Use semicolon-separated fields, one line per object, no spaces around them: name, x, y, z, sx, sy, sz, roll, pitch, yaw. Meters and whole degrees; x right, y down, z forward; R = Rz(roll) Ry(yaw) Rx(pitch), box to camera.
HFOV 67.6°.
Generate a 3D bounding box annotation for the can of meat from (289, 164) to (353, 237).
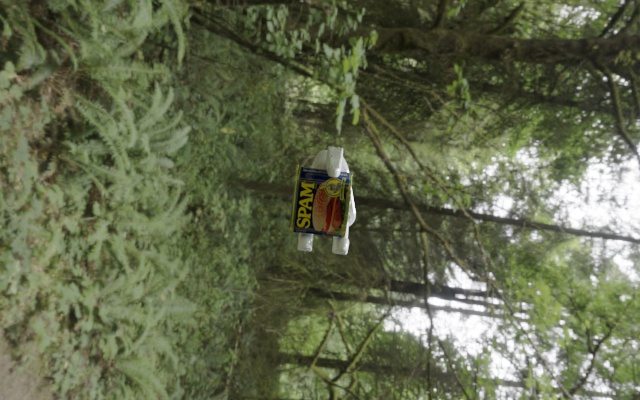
can of meat;0.000;0.002;0.711;0.084;0.102;0.057;7;15;-2
